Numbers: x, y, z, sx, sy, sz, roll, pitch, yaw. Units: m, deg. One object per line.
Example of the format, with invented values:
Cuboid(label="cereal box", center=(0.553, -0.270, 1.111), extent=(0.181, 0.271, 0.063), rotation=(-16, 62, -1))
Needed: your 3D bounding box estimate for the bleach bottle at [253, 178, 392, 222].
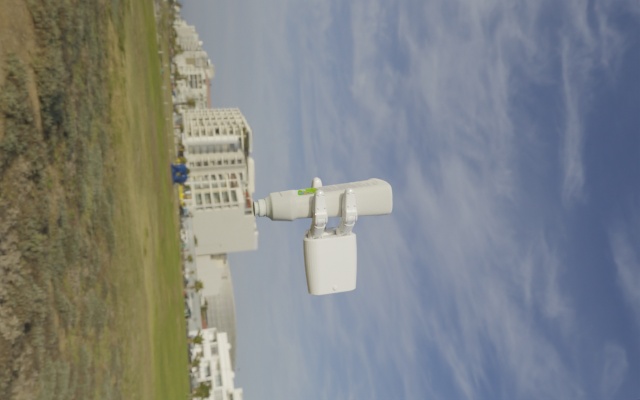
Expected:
Cuboid(label="bleach bottle", center=(0.000, 0.003, 0.886), extent=(0.251, 0.068, 0.102), rotation=(-5, 8, -15))
